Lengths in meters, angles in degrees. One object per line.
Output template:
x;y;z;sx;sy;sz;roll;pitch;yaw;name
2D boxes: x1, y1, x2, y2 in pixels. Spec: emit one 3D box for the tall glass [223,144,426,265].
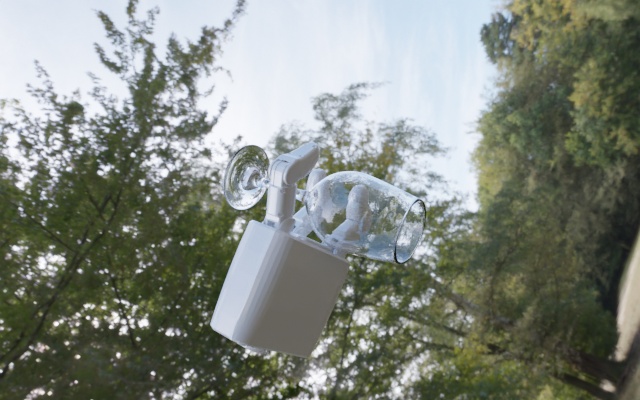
0.000;0.001;0.476;0.201;0.079;0.079;18;9;31;tall glass
